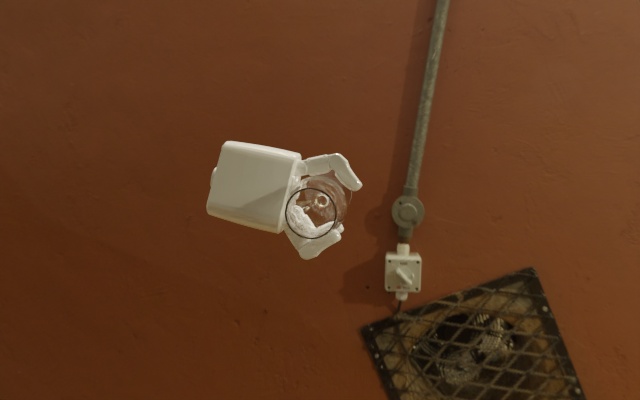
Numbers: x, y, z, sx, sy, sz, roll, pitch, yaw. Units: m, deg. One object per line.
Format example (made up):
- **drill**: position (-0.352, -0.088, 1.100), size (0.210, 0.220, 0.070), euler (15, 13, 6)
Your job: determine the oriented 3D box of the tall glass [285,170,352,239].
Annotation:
- **tall glass**: position (0.000, 0.002, 0.657), size (0.079, 0.079, 0.201), euler (0, 8, 7)
